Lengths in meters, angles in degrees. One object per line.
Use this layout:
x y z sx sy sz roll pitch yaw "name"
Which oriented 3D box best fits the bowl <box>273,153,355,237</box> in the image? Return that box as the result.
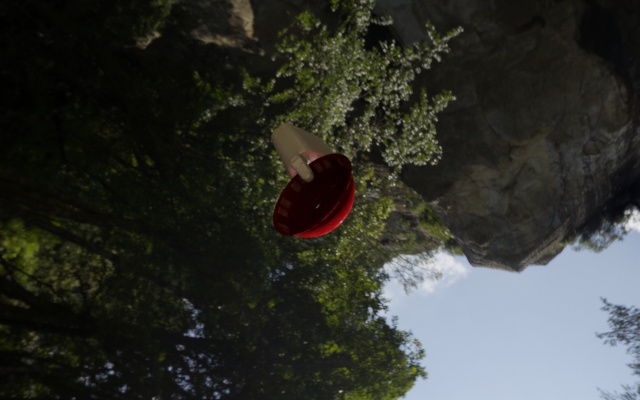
0.000 0.004 0.769 0.162 0.162 0.055 0 -36 51 "bowl"
